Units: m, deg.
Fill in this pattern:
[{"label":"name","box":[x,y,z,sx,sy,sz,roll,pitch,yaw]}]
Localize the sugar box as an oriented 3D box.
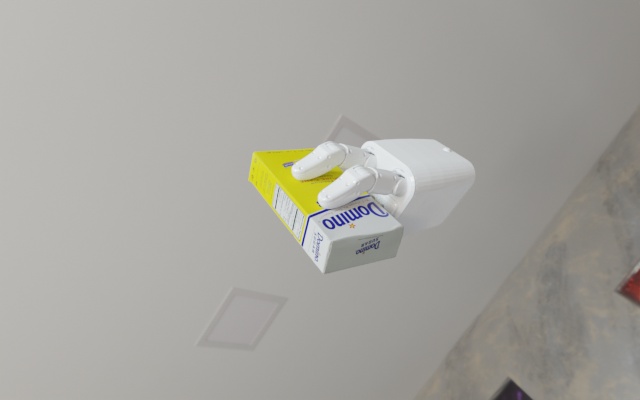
[{"label":"sugar box","box":[0.000,0.001,0.518,0.093,0.048,0.176,-9,35,-32]}]
